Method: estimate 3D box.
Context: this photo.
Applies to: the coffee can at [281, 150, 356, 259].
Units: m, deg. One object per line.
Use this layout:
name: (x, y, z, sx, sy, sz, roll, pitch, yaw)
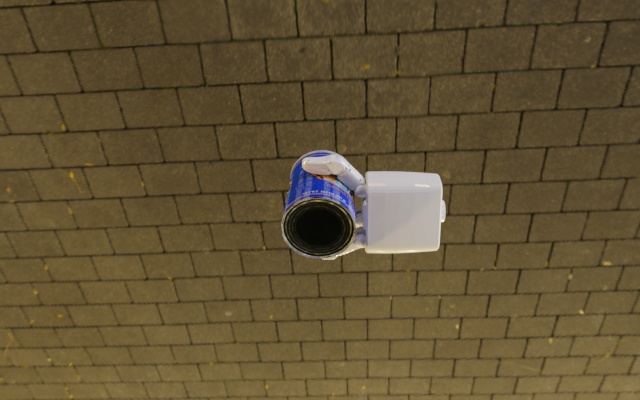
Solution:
coffee can: (0.000, 0.002, 0.704, 0.103, 0.103, 0.140, 0, 32, 3)
